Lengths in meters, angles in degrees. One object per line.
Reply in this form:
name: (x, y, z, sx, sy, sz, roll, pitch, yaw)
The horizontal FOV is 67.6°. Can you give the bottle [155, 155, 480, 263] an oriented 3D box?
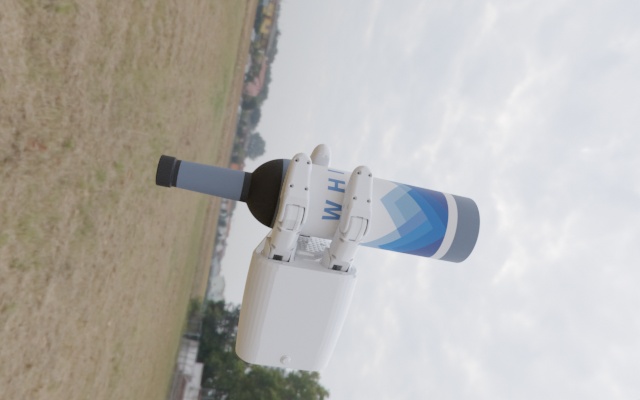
bottle: (0.000, 0.001, 0.447, 0.296, 0.069, 0.069, 11, -2, -12)
